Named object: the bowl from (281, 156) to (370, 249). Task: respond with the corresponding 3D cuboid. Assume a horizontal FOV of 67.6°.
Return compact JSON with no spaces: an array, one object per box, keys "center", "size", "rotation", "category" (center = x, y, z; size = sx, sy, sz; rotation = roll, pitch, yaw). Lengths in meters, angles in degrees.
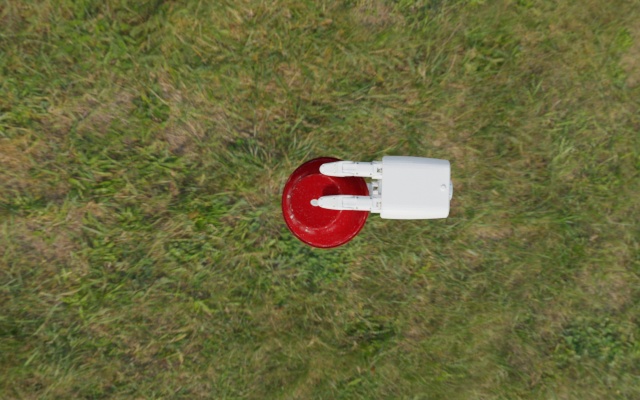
[{"center":[-0.001,0.003,0.811],"size":[0.162,0.162,0.055],"rotation":[0,-2,16],"category":"bowl"}]
